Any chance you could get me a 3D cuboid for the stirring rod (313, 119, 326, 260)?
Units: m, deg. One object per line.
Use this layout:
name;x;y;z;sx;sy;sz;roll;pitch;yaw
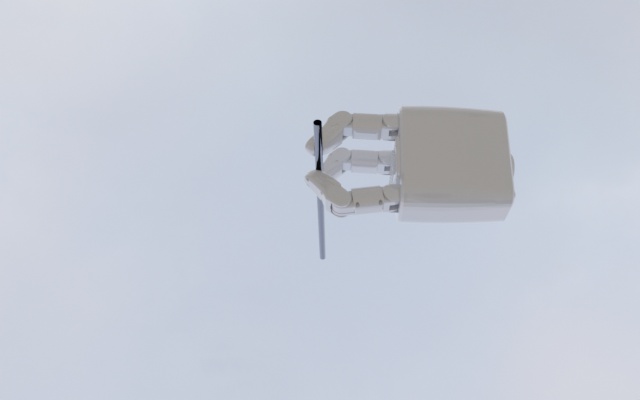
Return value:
stirring rod;0.000;0.002;0.526;0.011;0.011;0.240;0;-37;2
